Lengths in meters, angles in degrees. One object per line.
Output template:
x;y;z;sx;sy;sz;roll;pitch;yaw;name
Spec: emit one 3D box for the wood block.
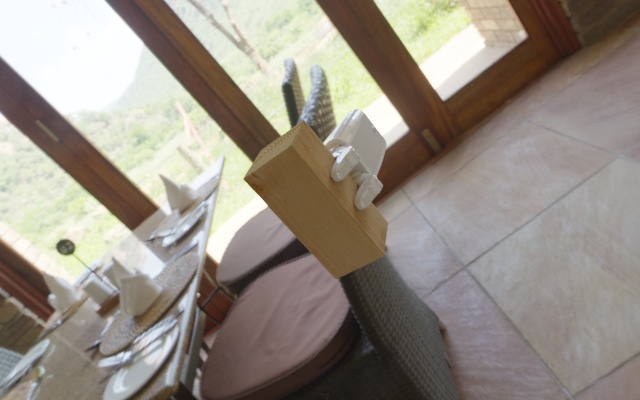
0.000;0.002;0.689;0.091;0.206;0.090;-31;22;28;wood block
